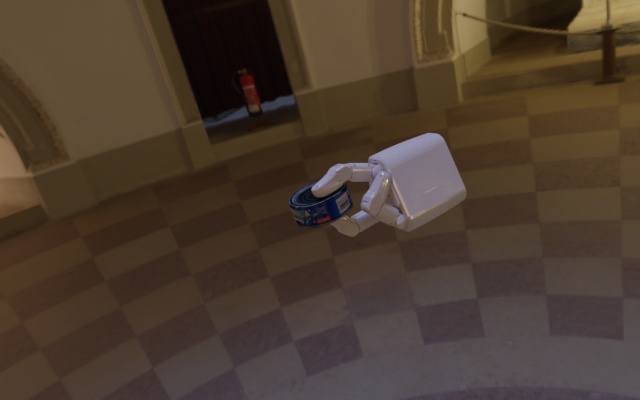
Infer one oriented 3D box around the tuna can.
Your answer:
[{"bbox_3d":[0.000,0.002,0.665,0.086,0.034,0.086,-17,23,8],"label":"tuna can"}]
